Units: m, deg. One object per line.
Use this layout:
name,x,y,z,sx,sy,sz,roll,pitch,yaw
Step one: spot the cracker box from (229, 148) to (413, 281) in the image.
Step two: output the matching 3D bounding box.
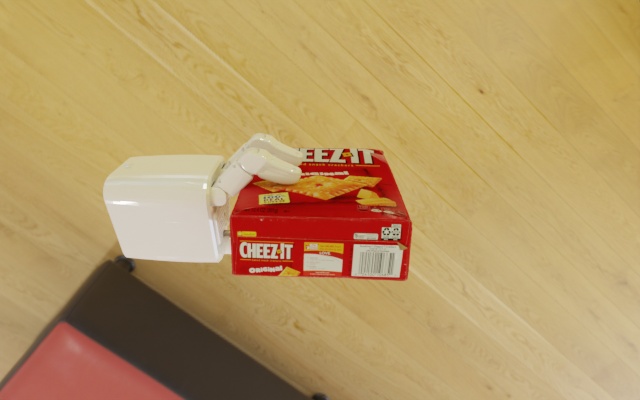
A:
cracker box,0.000,0.002,0.521,0.164,0.072,0.213,2,23,-1
